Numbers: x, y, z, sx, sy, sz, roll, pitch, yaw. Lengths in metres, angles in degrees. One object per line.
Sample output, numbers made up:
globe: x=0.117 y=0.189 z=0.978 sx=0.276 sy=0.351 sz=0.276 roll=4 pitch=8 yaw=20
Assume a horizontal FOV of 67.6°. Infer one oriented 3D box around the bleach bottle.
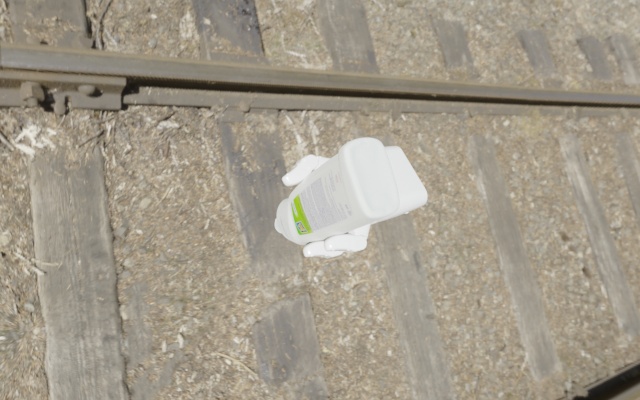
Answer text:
bleach bottle: x=0.000 y=0.002 z=0.663 sx=0.068 sy=0.102 sz=0.251 roll=-14 pitch=-6 yaw=-34
